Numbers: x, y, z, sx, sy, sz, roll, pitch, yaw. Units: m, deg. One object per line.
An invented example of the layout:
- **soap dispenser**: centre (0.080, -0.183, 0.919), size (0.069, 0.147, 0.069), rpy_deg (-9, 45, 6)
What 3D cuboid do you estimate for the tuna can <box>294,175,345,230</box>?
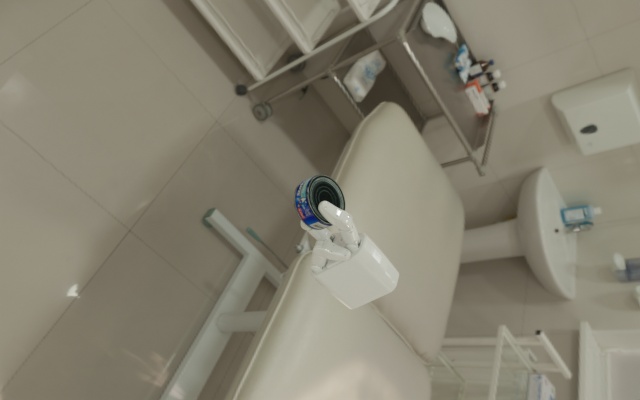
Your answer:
- **tuna can**: centre (0.000, 0.002, 0.772), size (0.086, 0.086, 0.034), rpy_deg (0, -15, -44)
